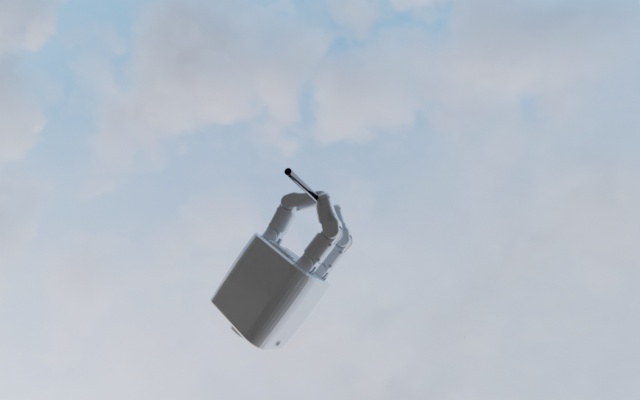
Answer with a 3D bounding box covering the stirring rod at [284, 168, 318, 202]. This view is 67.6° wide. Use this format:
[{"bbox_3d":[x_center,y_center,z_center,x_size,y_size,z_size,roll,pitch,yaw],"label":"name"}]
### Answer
[{"bbox_3d":[0.000,0.002,0.602,0.011,0.011,0.239,0,-15,17],"label":"stirring rod"}]
